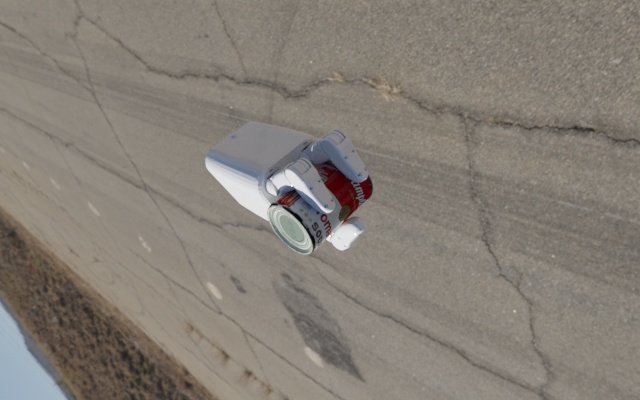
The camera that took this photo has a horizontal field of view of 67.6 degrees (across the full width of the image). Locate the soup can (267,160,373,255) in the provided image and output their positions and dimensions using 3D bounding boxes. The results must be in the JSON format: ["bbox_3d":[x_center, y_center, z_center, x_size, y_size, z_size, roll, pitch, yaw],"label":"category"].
[{"bbox_3d":[0.000,0.002,0.520,0.102,0.068,0.068,-42,24,-29],"label":"soup can"}]
